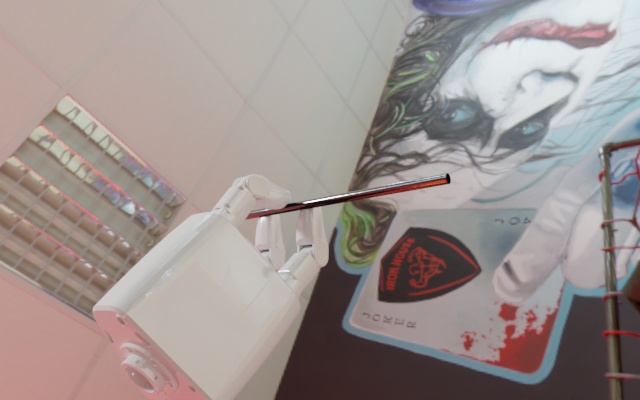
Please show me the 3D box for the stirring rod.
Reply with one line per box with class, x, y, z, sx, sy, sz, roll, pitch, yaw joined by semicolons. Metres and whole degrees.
stirring rod;0.000;0.001;0.419;0.239;0.011;0.011;-11;-7;39
